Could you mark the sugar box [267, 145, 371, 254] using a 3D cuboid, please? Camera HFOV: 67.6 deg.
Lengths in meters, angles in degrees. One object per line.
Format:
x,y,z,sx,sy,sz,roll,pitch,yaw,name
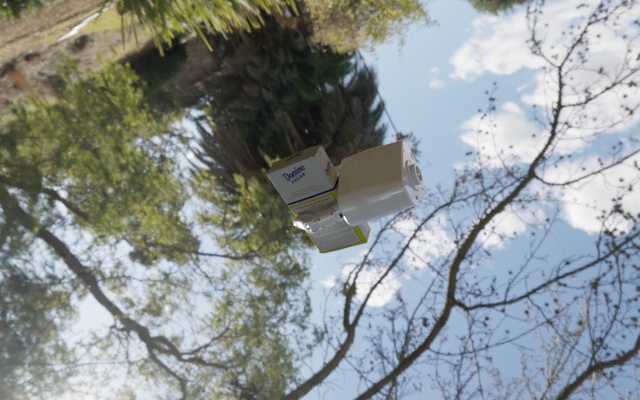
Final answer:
0.000,0.002,0.770,0.093,0.176,0.048,-18,26,28,sugar box
